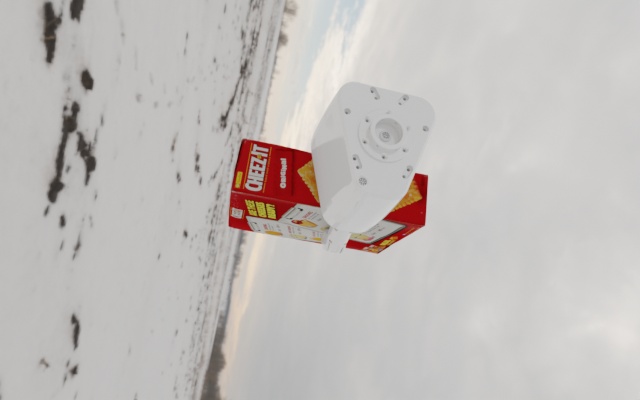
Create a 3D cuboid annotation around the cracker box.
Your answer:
[{"bbox_3d":[0.000,0.002,0.586,0.214,0.072,0.164,11,-19,-9],"label":"cracker box"}]
